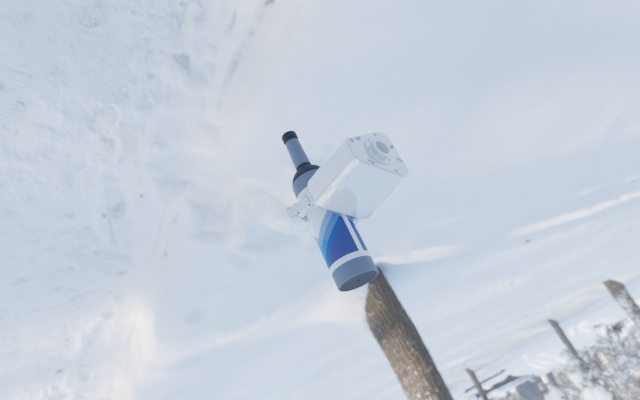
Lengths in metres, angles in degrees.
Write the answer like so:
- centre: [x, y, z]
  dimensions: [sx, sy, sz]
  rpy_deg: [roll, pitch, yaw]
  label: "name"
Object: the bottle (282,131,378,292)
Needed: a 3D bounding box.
- centre: [0.000, 0.003, 0.778]
  dimensions: [0.069, 0.295, 0.069]
  rpy_deg: [-20, -28, -11]
  label: "bottle"
